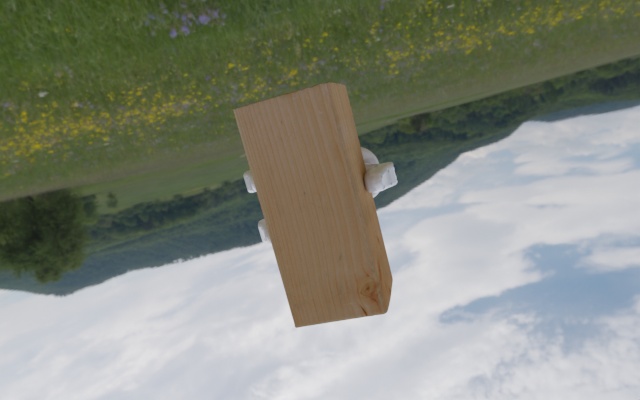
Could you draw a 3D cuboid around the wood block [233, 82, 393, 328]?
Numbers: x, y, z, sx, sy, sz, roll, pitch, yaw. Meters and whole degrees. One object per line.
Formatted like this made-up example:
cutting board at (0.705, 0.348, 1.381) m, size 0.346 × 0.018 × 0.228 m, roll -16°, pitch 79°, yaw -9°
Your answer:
wood block at (0.000, 0.001, 0.456) m, size 0.091 × 0.206 × 0.090 m, roll -13°, pitch 9°, yaw 15°
